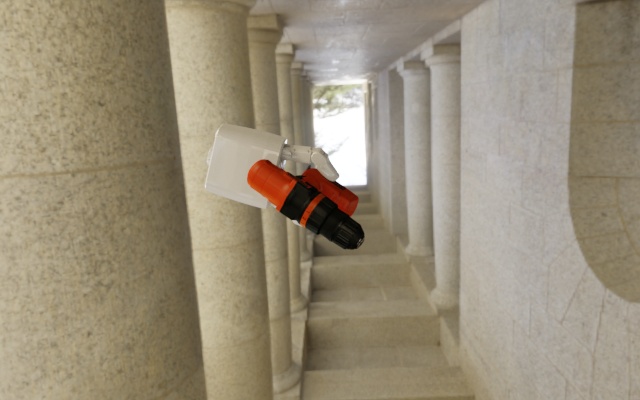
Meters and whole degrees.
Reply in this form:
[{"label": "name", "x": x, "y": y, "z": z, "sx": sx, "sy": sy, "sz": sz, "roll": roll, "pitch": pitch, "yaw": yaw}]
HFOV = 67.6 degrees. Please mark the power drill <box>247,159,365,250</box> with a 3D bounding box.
[{"label": "power drill", "x": 0.000, "y": 0.002, "z": 0.709, "sx": 0.184, "sy": 0.057, "sz": 0.187, "roll": 36, "pitch": 10, "yaw": 12}]
